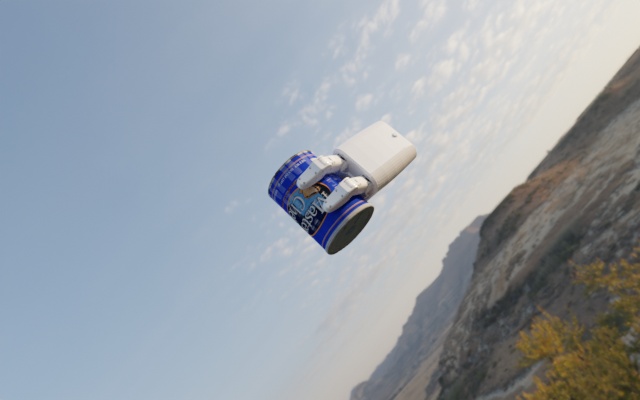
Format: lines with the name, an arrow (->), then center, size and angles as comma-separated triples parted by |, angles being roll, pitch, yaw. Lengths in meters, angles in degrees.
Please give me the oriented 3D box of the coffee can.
coffee can -> 0.000, 0.003, 0.761 | 0.140, 0.103, 0.103 | 43, 17, 20
